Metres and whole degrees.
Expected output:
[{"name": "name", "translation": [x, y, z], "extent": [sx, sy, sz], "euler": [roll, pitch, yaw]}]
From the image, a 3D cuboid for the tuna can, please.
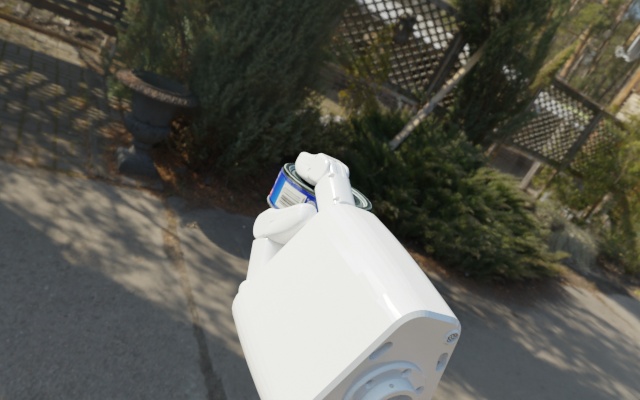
[{"name": "tuna can", "translation": [0.000, 0.001, 0.409], "extent": [0.086, 0.034, 0.086], "euler": [24, 15, -7]}]
